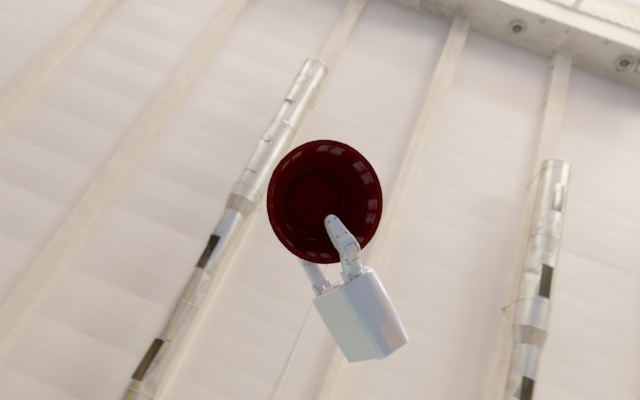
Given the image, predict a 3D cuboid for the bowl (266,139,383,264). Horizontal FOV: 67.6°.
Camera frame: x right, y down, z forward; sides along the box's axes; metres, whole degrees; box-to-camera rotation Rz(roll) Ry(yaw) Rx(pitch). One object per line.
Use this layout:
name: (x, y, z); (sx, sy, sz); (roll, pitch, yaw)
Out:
bowl: (0.000, 0.001, 0.640); (0.162, 0.162, 0.055); (0, -1, -20)
